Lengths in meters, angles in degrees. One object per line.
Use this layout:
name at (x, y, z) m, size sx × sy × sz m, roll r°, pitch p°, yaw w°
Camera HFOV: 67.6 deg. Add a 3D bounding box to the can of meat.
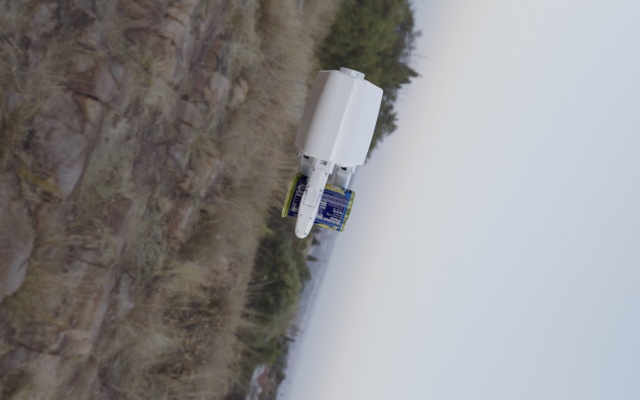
can of meat at (0.000, 0.002, 0.650) m, size 0.084 × 0.057 × 0.102 m, roll 17°, pitch 7°, yaw 2°
